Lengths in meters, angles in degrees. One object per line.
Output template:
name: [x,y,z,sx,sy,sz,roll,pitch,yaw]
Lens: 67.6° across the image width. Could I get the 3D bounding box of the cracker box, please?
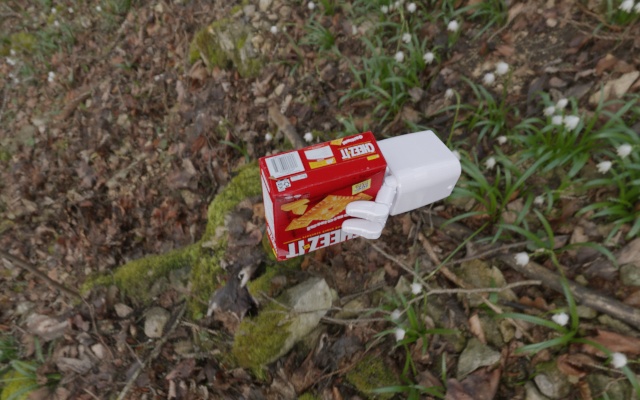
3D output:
cracker box: [0.000,0.002,0.722,0.164,0.072,0.214,-15,-29,-12]
